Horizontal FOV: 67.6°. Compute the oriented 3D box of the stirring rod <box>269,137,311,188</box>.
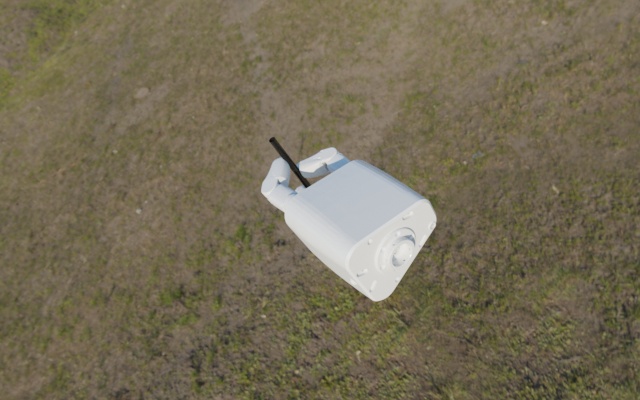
[{"bbox_3d":[0.000,0.002,0.619,0.011,0.011,0.240,0,-36,34],"label":"stirring rod"}]
